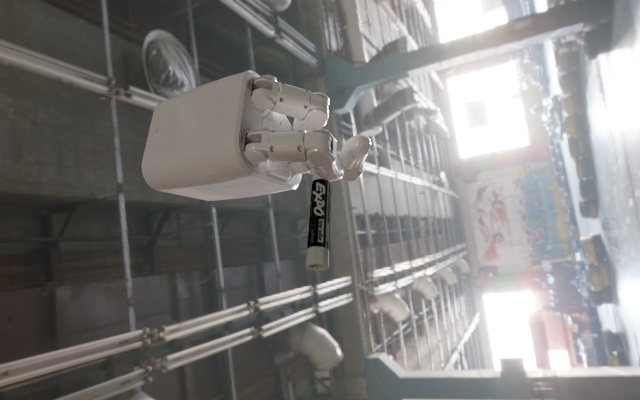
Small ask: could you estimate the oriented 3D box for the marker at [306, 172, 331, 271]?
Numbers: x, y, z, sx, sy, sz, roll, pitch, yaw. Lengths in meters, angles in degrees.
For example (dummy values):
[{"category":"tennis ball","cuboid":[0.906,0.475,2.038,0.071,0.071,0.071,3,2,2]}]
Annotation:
[{"category":"marker","cuboid":[0.000,0.001,0.418,0.020,0.121,0.020,2,-27,1]}]
